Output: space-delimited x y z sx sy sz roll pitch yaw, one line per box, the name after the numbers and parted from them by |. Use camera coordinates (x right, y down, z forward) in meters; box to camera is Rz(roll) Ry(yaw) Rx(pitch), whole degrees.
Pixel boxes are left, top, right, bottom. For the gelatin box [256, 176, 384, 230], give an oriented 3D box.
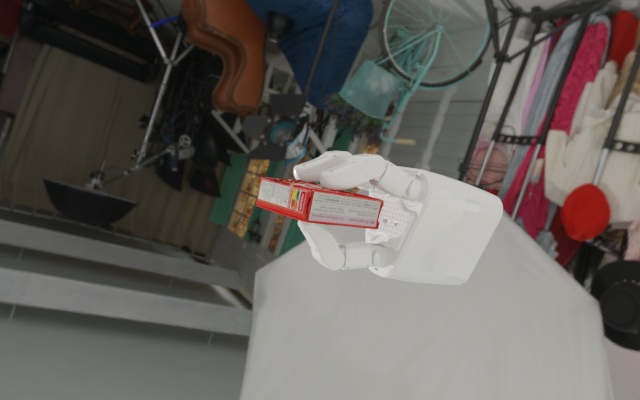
0.000 0.002 0.425 0.089 0.030 0.073 7 6 -41 | gelatin box
